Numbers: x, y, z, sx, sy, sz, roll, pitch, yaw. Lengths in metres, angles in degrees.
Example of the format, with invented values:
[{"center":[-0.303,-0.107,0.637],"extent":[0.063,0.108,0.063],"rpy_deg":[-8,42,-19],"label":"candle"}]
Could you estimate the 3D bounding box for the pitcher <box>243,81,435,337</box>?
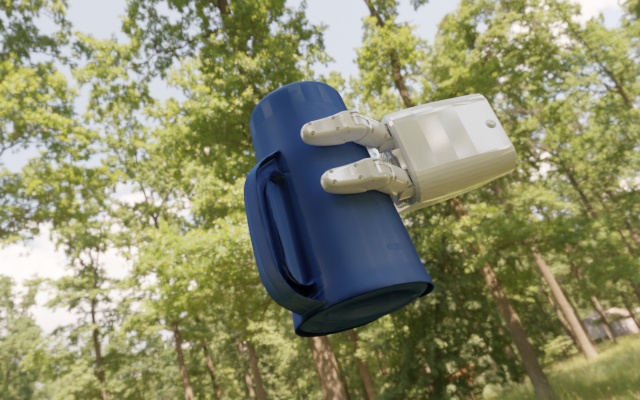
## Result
[{"center":[0.000,0.002,0.472],"extent":[0.145,0.242,0.149],"rpy_deg":[-17,-25,-6],"label":"pitcher"}]
